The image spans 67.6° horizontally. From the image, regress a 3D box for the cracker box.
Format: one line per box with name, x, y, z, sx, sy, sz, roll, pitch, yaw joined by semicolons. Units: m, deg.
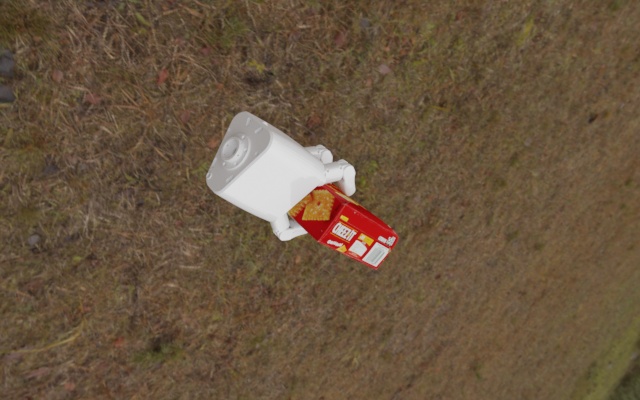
cracker box;0.000;0.003;0.739;0.164;0.072;0.213;30;8;-49
